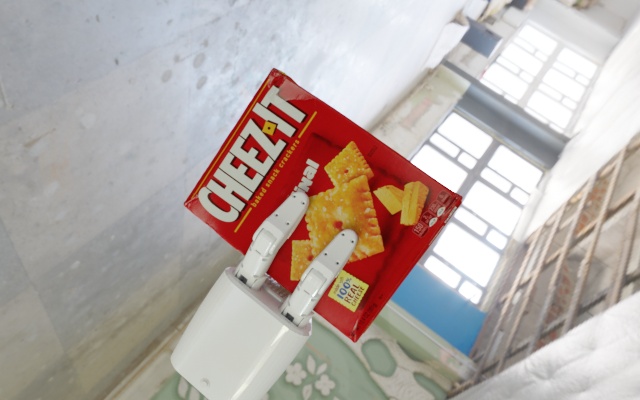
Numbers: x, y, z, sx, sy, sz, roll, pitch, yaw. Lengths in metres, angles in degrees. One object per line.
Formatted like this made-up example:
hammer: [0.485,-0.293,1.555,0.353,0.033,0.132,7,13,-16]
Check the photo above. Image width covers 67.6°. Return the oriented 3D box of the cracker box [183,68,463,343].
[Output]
cracker box: [0.000,0.002,0.461,0.213,0.164,0.072,37,8,11]
